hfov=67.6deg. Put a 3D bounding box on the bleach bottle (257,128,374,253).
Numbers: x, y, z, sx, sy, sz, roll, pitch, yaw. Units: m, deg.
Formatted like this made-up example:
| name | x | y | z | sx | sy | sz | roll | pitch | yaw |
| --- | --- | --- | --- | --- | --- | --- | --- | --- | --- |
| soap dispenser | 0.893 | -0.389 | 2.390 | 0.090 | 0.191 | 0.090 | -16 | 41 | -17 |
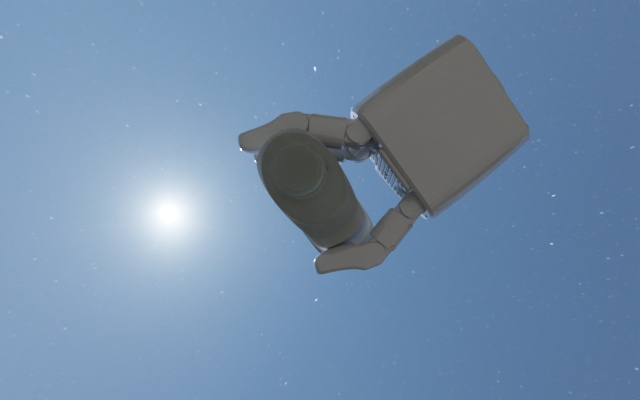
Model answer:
| name | x | y | z | sx | sy | sz | roll | pitch | yaw |
| --- | --- | --- | --- | --- | --- | --- | --- | --- | --- |
| bleach bottle | 0.000 | 0.001 | 0.403 | 0.068 | 0.102 | 0.251 | -37 | -8 | 0 |
